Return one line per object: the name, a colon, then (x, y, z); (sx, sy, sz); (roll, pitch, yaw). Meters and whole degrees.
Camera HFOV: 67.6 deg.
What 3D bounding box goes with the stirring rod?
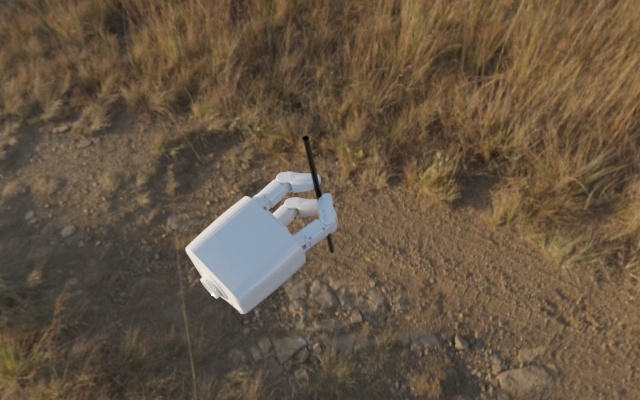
stirring rod: (0.000, 0.002, 0.669); (0.011, 0.011, 0.240); (0, -40, 11)
